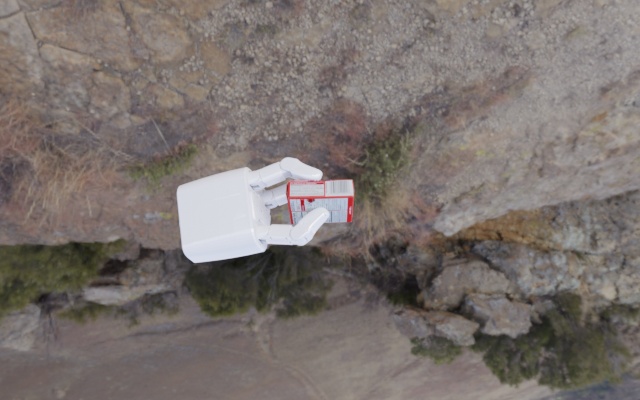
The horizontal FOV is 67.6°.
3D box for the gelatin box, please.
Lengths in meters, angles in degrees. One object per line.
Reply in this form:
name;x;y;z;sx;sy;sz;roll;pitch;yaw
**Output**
gelatin box;0.000;0.003;0.651;0.089;0.030;0.073;-1;-31;1
